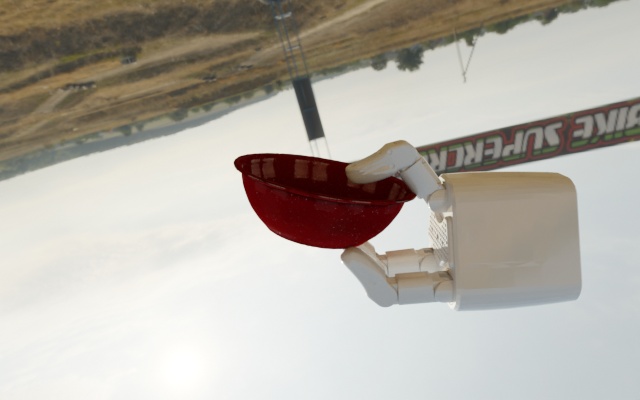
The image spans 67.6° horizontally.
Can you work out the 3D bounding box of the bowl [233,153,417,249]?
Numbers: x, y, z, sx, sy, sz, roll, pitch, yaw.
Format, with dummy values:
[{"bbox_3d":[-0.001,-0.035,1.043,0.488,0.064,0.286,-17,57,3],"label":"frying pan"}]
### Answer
[{"bbox_3d":[-0.001,0.002,0.426,0.162,0.055,0.162,10,15,-3],"label":"bowl"}]
